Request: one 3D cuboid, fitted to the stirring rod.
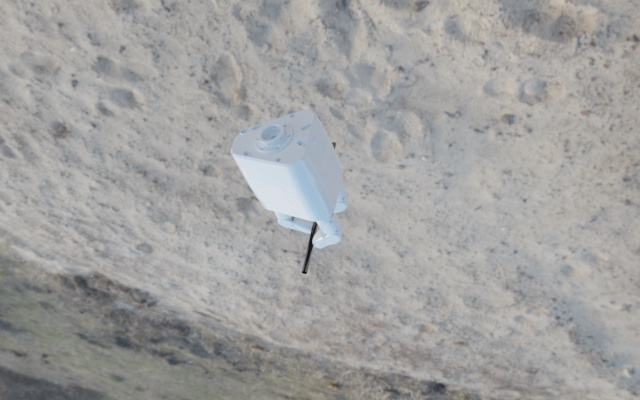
[{"bbox_3d":[0.000,0.002,0.721,0.011,0.239,0.011,9,-35,6],"label":"stirring rod"}]
